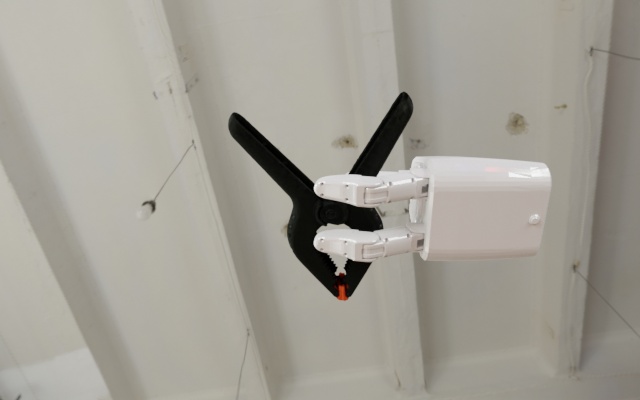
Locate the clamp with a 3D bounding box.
[{"bbox_3d":[0.000,0.002,0.459,0.164,0.210,0.036,1,24,4],"label":"clamp"}]
